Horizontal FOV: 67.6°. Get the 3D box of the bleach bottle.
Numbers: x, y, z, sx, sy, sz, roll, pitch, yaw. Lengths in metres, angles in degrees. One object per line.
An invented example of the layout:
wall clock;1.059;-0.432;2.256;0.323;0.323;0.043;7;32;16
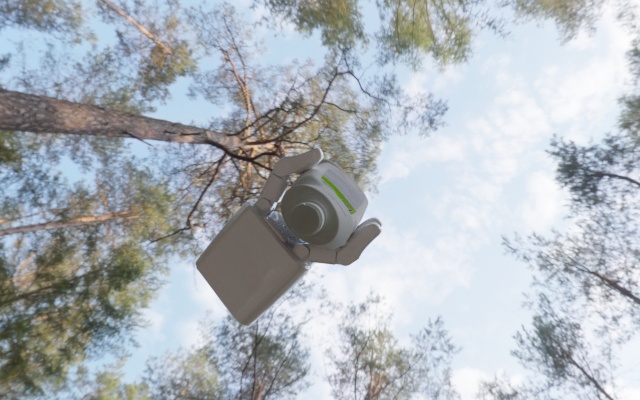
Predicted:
bleach bottle;0.000;0.002;0.554;0.102;0.068;0.251;44;10;4
